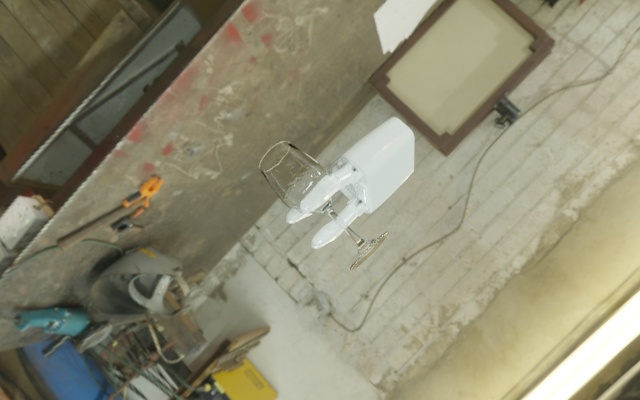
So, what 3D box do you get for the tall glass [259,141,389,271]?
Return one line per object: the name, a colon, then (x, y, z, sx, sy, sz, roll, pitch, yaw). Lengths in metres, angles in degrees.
tall glass: (0.000, 0.003, 0.682, 0.201, 0.079, 0.079, 45, 14, 15)
